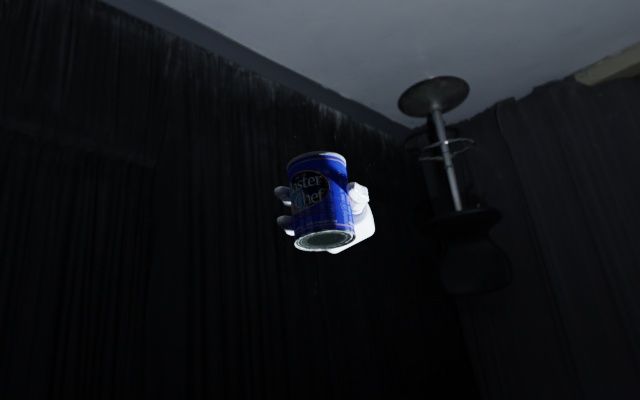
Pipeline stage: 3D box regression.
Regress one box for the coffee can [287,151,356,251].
[{"bbox_3d":[0.000,0.002,0.802,0.103,0.140,0.103,-6,-22,-2],"label":"coffee can"}]
